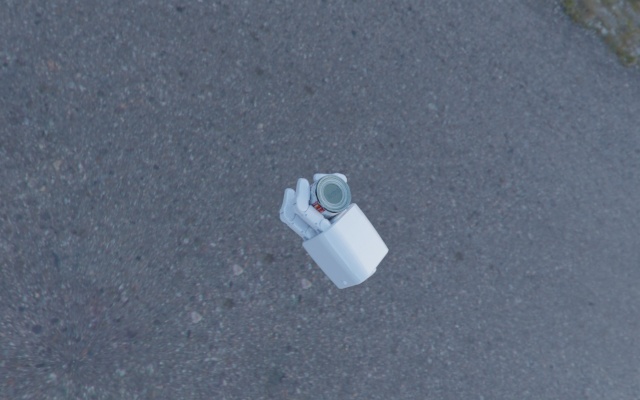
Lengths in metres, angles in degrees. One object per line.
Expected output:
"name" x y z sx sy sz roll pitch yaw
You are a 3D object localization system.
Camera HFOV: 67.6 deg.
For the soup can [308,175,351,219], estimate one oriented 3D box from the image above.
"soup can" 0.000 0.002 0.825 0.068 0.068 0.102 0 -17 -27
